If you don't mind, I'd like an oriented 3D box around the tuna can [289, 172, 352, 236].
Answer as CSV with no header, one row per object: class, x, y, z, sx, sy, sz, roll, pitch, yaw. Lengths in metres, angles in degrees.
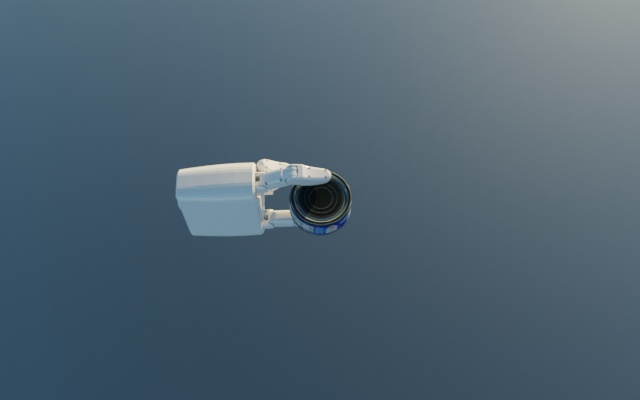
tuna can,0.000,0.002,0.650,0.086,0.086,0.034,0,-25,-2
